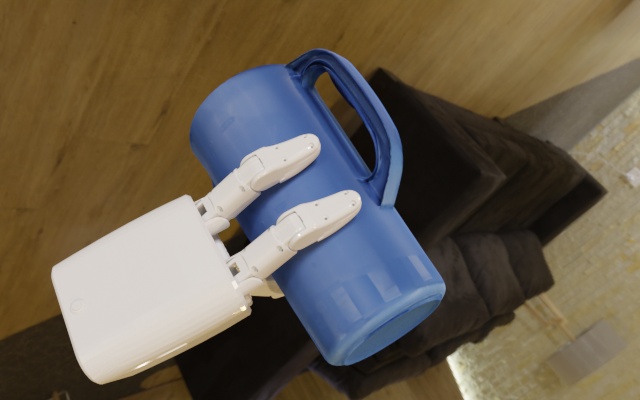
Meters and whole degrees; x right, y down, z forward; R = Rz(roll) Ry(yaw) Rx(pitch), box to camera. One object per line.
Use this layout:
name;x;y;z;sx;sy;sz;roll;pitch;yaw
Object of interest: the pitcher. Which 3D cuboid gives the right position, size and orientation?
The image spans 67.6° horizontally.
pitcher;0.000;0.001;0.405;0.145;0.242;0.149;-27;-27;-14
